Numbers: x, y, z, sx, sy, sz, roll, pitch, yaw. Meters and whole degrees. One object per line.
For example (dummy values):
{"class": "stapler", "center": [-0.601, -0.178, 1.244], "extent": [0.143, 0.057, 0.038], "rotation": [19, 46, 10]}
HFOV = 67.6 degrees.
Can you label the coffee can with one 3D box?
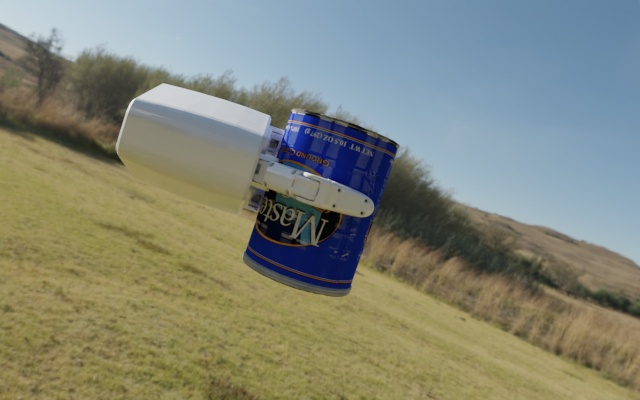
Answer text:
{"class": "coffee can", "center": [0.000, 0.002, 0.430], "extent": [0.103, 0.140, 0.103], "rotation": [19, 3, -1]}
